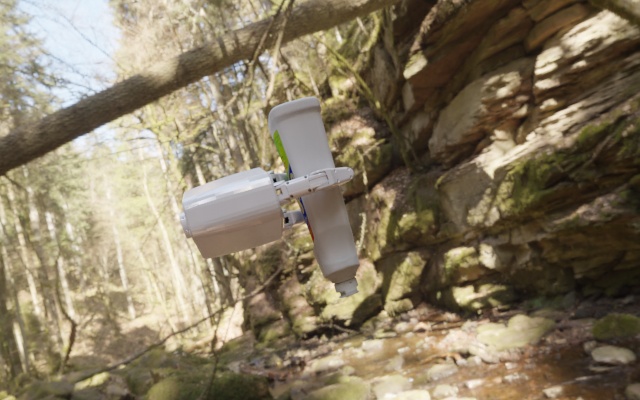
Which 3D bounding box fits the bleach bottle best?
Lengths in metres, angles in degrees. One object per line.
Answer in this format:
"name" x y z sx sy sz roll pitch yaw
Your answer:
"bleach bottle" 0.000 0.002 0.619 0.068 0.251 0.102 -17 -4 -10
